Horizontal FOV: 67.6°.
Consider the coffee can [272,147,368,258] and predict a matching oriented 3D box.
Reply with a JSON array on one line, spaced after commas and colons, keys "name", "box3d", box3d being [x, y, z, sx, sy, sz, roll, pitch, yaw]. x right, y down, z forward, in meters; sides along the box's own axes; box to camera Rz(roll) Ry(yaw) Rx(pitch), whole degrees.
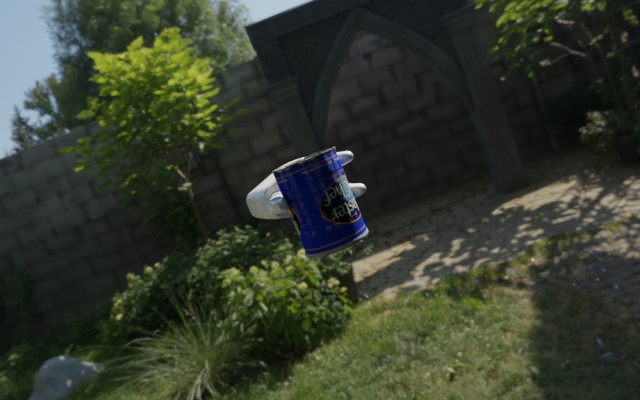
[{"name": "coffee can", "box3d": [0.000, 0.003, 0.723, 0.103, 0.140, 0.103, -21, 7, 3]}]
